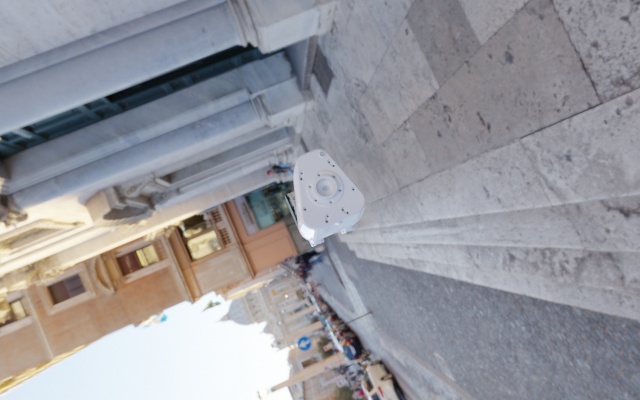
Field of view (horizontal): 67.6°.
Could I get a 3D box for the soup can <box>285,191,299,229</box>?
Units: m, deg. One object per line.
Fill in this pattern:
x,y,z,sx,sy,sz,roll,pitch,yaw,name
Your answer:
0.000,0.003,0.796,0.102,0.068,0.068,-23,2,-6,soup can
